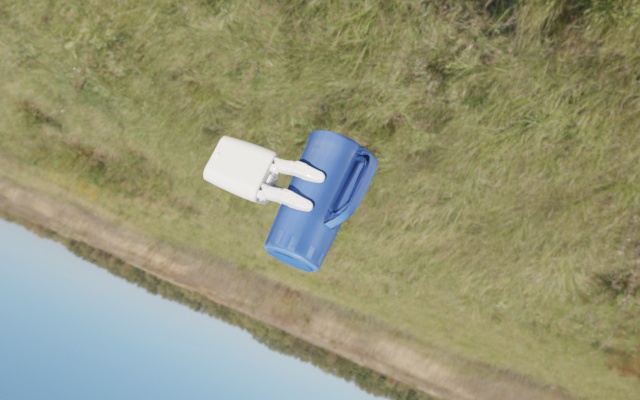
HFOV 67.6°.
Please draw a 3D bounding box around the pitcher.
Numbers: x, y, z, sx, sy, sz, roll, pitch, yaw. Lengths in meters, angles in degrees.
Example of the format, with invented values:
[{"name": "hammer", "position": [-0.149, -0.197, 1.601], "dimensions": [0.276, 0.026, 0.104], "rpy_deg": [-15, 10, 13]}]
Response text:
[{"name": "pitcher", "position": [0.000, 0.003, 0.872], "dimensions": [0.145, 0.242, 0.149], "rpy_deg": [22, -16, 6]}]
